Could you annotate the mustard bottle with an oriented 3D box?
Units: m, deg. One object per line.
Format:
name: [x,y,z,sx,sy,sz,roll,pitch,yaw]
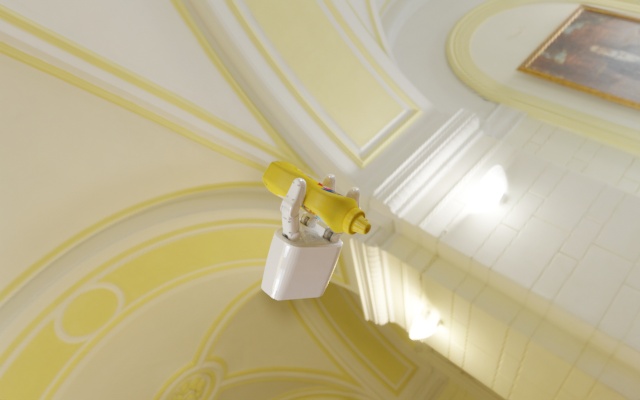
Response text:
mustard bottle: [0.000,0.002,0.754,0.191,0.058,0.096,31,-2,33]
